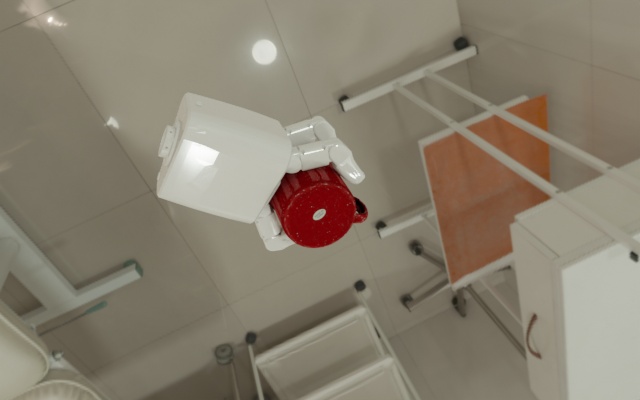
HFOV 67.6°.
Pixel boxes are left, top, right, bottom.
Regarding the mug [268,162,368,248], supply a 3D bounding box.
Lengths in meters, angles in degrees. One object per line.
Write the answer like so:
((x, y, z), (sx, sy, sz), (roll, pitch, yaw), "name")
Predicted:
((0.001, 0.002, 0.532), (0.117, 0.093, 0.081), (16, 22, -25), "mug")
